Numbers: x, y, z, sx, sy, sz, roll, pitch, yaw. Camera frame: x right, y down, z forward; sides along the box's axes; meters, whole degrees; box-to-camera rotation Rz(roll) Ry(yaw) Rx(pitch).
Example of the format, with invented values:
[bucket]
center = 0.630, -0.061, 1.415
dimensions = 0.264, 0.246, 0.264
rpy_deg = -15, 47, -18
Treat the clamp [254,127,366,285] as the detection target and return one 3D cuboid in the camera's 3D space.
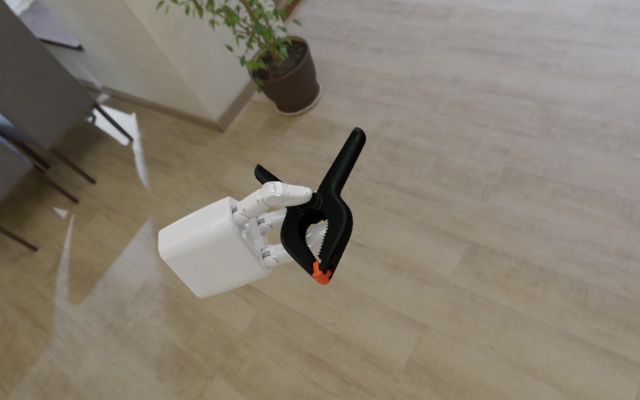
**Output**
[clamp]
center = 0.000, 0.002, 0.599
dimensions = 0.164, 0.209, 0.036
rpy_deg = -25, -39, 13
